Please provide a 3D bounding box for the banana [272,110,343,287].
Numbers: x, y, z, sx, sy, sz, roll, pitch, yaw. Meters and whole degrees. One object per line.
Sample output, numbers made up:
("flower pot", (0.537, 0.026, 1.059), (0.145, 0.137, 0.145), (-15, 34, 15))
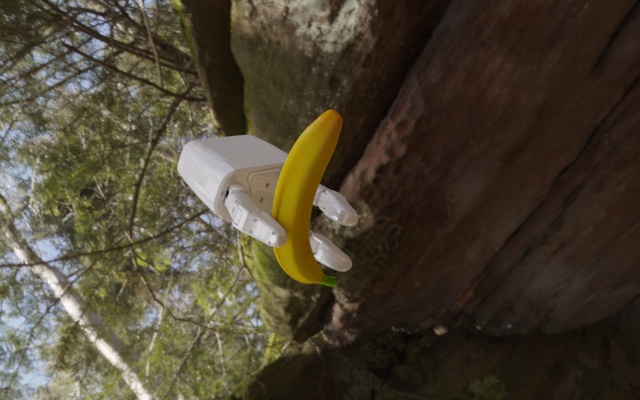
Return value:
("banana", (-0.016, 0.009, 0.466), (0.069, 0.198, 0.037), (-17, 35, -29))
